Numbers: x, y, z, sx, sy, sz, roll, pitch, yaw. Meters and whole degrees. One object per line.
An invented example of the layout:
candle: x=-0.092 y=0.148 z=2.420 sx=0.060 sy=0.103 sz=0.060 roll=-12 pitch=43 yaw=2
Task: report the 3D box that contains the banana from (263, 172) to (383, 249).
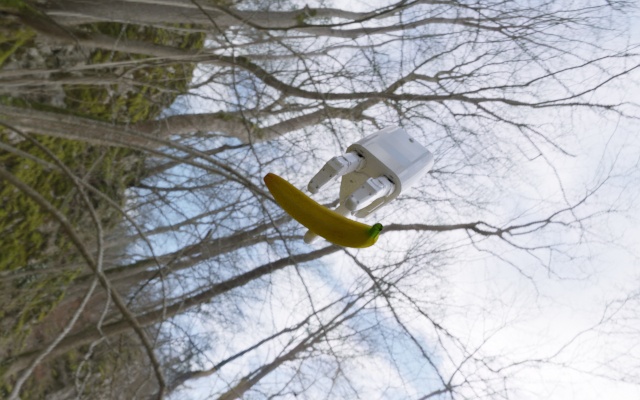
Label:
banana: x=0.004 y=0.018 z=0.623 sx=0.197 sy=0.070 sz=0.037 roll=23 pitch=45 yaw=34
